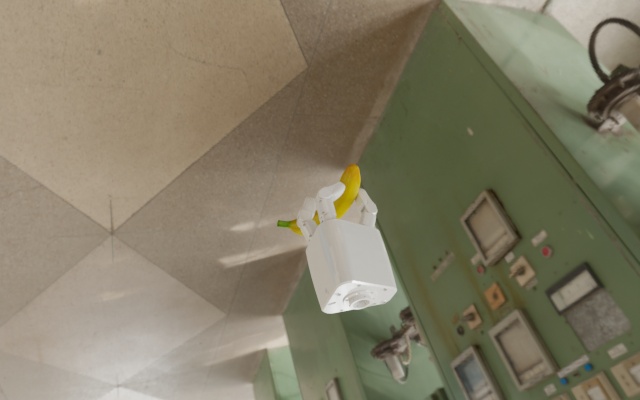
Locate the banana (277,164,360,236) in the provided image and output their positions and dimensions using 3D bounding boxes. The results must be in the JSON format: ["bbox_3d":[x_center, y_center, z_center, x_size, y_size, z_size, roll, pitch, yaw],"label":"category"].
[{"bbox_3d":[0.011,0.011,0.821,0.070,0.037,0.198,26,-51,-36],"label":"banana"}]
